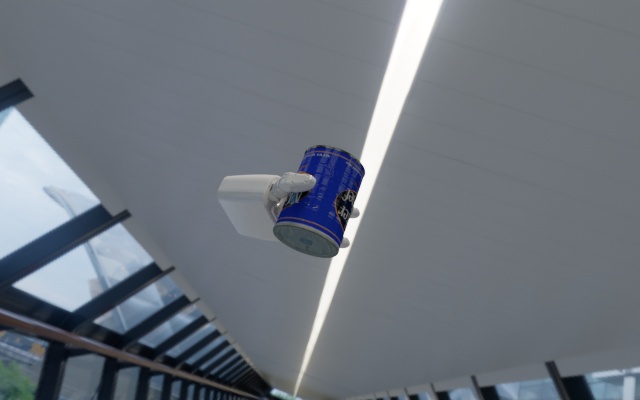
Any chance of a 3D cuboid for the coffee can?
[{"bbox_3d":[0.000,0.002,0.727,0.103,0.140,0.103,17,-25,8],"label":"coffee can"}]
